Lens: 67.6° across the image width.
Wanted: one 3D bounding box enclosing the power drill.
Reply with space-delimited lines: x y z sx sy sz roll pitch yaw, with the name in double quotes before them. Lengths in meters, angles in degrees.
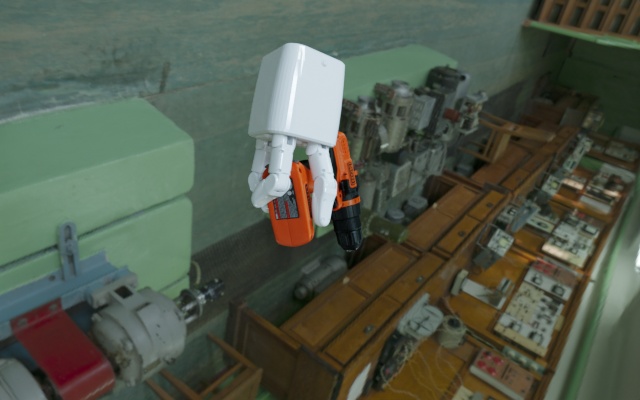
"power drill" 0.000 0.002 0.663 0.057 0.184 0.187 -9 8 27
